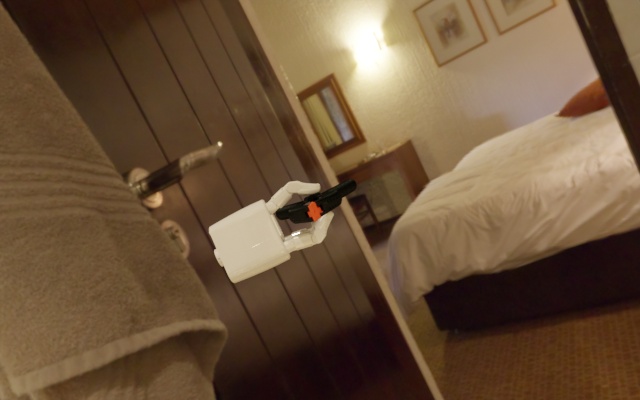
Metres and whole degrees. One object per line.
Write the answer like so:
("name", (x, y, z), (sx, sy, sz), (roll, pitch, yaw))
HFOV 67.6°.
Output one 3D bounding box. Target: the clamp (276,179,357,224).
("clamp", (0.000, 0.002, 0.832), (0.164, 0.036, 0.210), (-24, 5, -4))
